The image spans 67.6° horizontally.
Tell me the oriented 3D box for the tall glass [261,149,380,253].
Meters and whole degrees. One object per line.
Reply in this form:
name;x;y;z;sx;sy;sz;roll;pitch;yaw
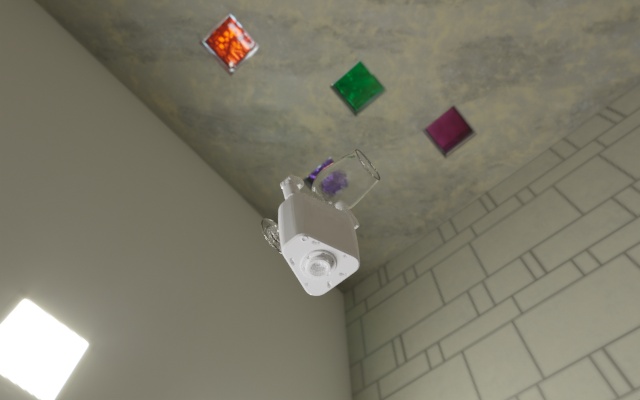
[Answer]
tall glass;0.000;0.003;0.778;0.201;0.079;0.079;-38;-13;17
